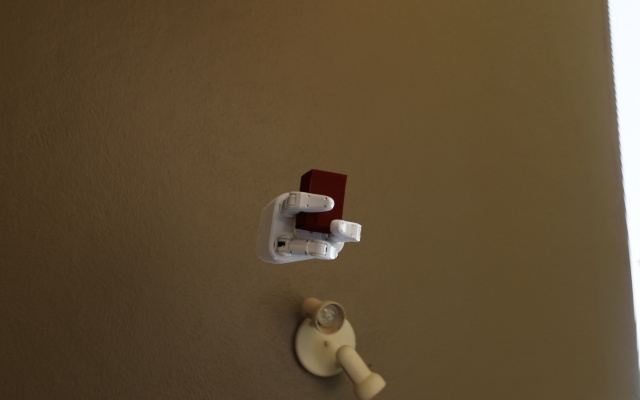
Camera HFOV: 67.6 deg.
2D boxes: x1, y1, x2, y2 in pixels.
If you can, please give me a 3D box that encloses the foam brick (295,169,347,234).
[{"bbox_3d":[0.000,0.002,0.654,0.053,0.078,0.051,11,-12,-18],"label":"foam brick"}]
